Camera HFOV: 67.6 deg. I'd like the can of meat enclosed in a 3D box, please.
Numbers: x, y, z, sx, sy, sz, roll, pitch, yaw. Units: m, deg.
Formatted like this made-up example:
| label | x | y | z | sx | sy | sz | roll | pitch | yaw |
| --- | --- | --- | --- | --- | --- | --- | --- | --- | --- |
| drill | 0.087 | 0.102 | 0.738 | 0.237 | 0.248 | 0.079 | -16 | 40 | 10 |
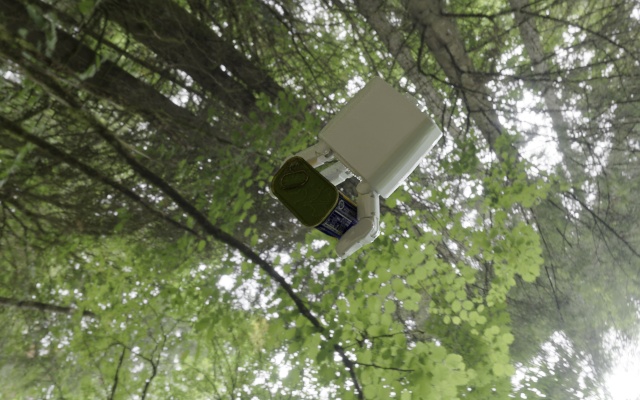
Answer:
| label | x | y | z | sx | sy | sz | roll | pitch | yaw |
| --- | --- | --- | --- | --- | --- | --- | --- | --- | --- |
| can of meat | 0.000 | 0.002 | 0.592 | 0.102 | 0.057 | 0.084 | 42 | 5 | 39 |
